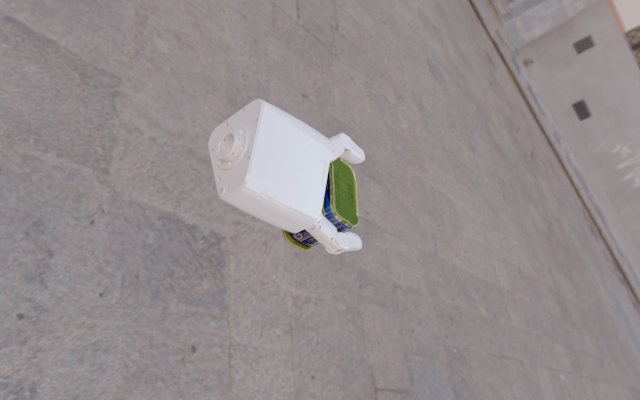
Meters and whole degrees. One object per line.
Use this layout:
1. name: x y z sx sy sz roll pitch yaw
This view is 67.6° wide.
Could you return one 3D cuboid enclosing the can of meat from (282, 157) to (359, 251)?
1. can of meat: 0.000 0.002 0.609 0.084 0.102 0.057 -27 -40 33
